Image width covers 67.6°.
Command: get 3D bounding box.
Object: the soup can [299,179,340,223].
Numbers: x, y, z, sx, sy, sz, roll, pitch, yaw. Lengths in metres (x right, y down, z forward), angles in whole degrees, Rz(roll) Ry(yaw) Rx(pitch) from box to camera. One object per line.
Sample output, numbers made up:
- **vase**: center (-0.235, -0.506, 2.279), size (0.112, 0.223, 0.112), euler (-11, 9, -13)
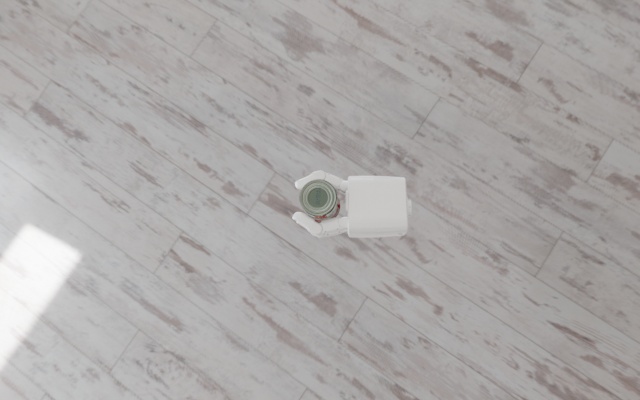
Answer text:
- **soup can**: center (0.000, 0.003, 0.877), size (0.068, 0.068, 0.102), euler (0, -9, 5)
